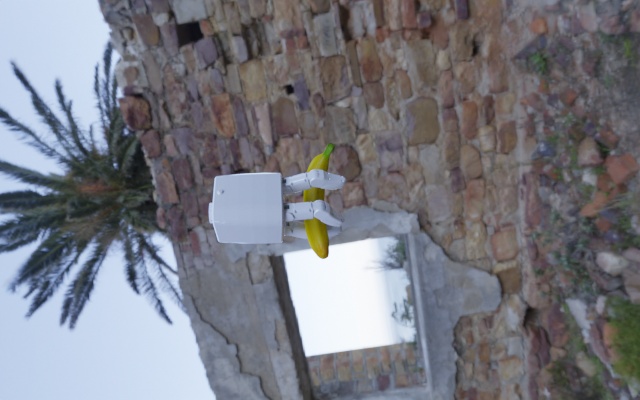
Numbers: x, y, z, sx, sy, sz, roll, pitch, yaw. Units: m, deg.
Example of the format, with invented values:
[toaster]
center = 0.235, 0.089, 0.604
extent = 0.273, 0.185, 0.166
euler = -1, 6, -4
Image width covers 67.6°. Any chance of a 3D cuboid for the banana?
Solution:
[banana]
center = -0.006, 0.005, 0.793
extent = 0.037, 0.197, 0.070
euler = 8, -19, -17
